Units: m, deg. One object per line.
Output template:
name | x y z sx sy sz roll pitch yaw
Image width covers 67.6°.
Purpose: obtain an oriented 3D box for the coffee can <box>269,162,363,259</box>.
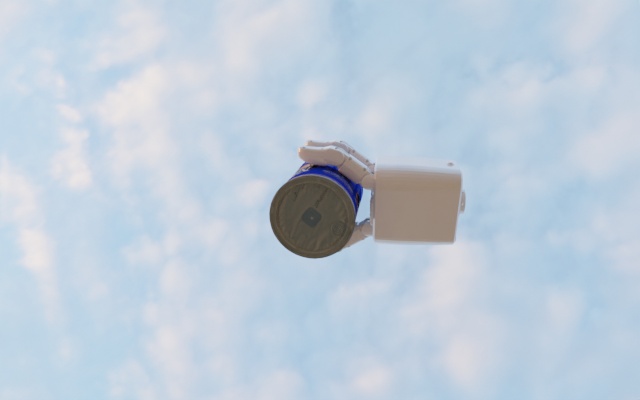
coffee can | 0.000 0.002 0.622 0.103 0.103 0.140 0 16 9
